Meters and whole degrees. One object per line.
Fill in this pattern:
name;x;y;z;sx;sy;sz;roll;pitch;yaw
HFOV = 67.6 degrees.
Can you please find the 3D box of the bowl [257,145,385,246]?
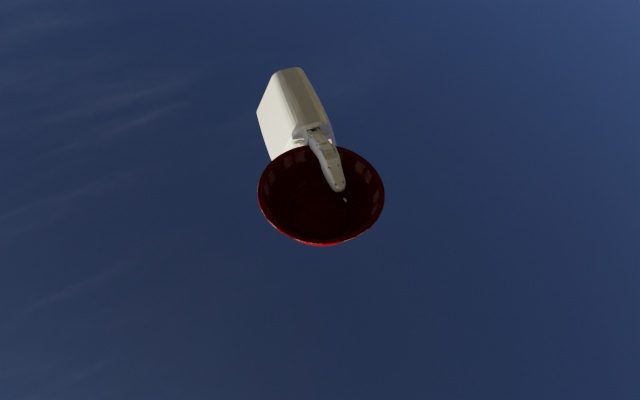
bowl;0.000;0.003;0.623;0.162;0.162;0.055;0;-38;-3
